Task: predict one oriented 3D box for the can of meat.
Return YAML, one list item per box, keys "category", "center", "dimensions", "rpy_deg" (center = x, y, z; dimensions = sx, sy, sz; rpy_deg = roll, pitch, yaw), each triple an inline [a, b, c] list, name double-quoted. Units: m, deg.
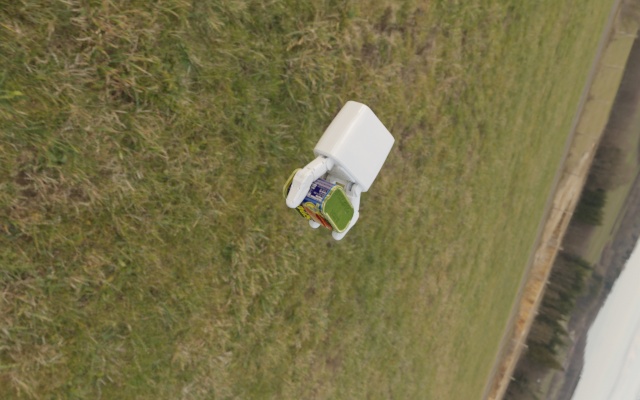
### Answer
- category: "can of meat"
  center: [0.000, 0.003, 0.776]
  dimensions: [0.084, 0.057, 0.102]
  rpy_deg: [23, -18, 34]
